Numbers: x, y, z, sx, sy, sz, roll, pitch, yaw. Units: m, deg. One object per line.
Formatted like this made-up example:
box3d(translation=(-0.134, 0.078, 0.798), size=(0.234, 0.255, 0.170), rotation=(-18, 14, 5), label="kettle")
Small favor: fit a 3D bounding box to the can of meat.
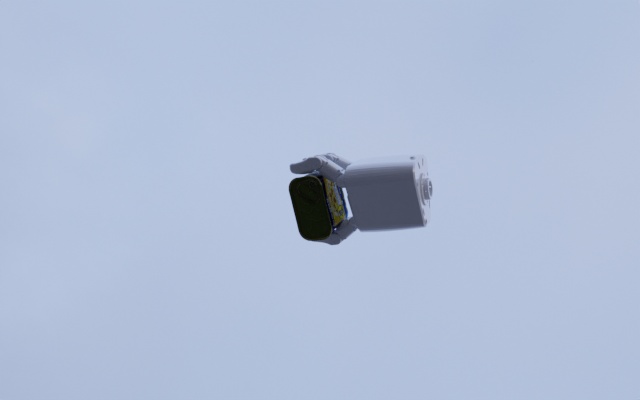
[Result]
box3d(translation=(0.000, 0.003, 0.762), size=(0.057, 0.102, 0.084), rotation=(-8, 11, 26), label="can of meat")
